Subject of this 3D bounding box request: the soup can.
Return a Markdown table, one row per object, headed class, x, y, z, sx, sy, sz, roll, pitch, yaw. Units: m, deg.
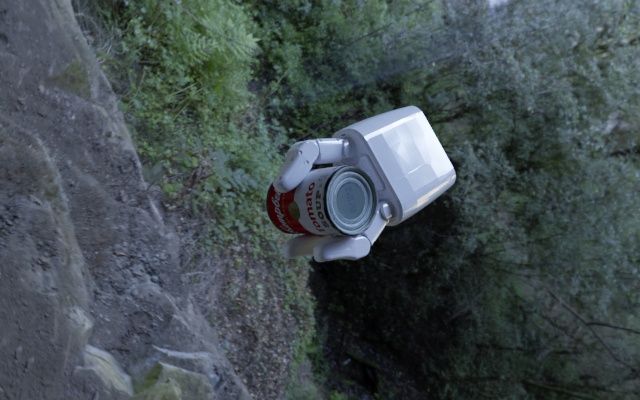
| class | x | y | z | sx | sy | sz | roll | pitch | yaw |
| --- | --- | --- | --- | --- | --- | --- | --- | --- | --- |
| soup can | 0.000 | 0.002 | 0.481 | 0.068 | 0.068 | 0.102 | 0 | -1 | -37 |
